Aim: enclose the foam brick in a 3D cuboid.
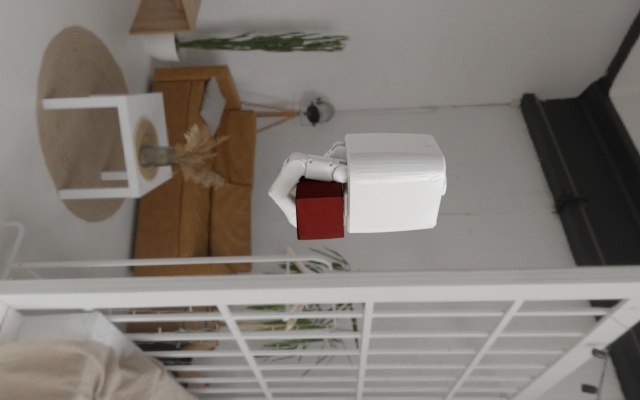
[{"bbox_3d":[0.000,0.002,0.535,0.051,0.053,0.078,-1,29,2],"label":"foam brick"}]
